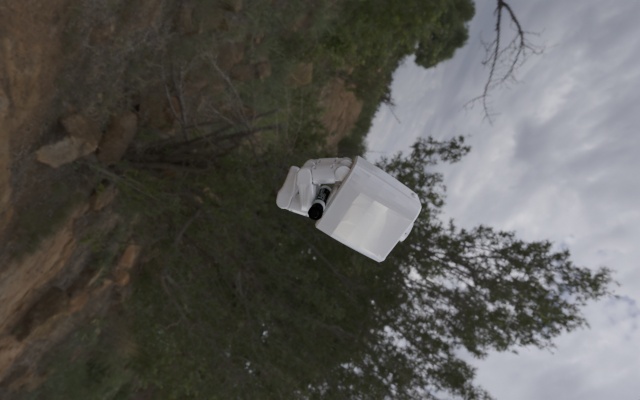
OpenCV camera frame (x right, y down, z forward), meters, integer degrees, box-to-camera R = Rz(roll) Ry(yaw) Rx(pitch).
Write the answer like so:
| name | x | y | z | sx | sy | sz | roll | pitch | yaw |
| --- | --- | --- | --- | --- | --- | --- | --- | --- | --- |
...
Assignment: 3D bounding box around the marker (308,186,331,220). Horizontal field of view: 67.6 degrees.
| name | x | y | z | sx | sy | sz | roll | pitch | yaw |
| --- | --- | --- | --- | --- | --- | --- | --- | --- | --- |
| marker | 0.000 | 0.002 | 0.643 | 0.020 | 0.020 | 0.121 | 0 | 14 | 7 |
